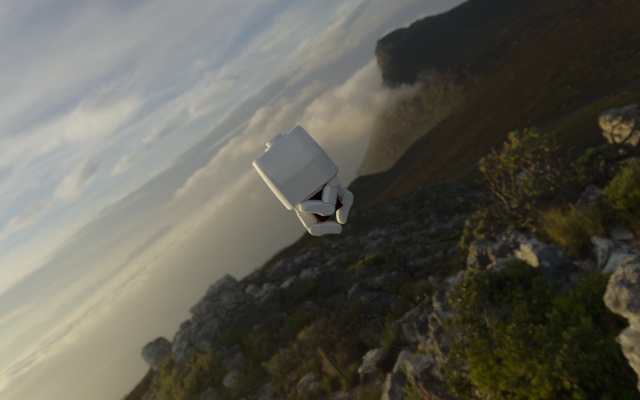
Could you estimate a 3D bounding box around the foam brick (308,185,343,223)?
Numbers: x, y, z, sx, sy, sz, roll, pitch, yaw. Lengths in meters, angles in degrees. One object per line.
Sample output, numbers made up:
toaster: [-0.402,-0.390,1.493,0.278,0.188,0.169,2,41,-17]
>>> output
foam brick: [0.000,0.003,0.881,0.053,0.051,0.078,-41,9,-5]
